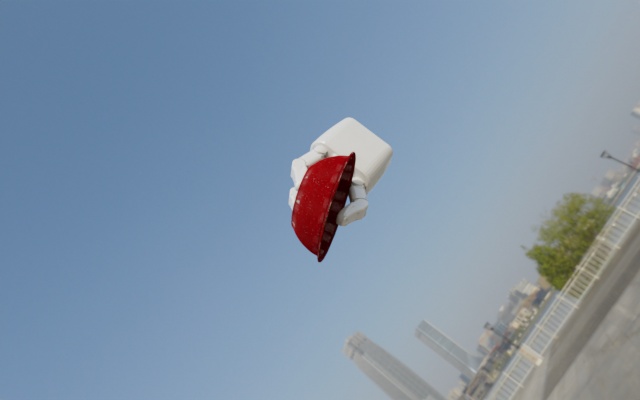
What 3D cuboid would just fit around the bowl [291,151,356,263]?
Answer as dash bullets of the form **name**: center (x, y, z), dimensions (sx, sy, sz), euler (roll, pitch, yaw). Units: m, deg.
- **bowl**: center (-0.001, 0.003, 0.669), dimensions (0.055, 0.162, 0.162), euler (17, 2, 8)
